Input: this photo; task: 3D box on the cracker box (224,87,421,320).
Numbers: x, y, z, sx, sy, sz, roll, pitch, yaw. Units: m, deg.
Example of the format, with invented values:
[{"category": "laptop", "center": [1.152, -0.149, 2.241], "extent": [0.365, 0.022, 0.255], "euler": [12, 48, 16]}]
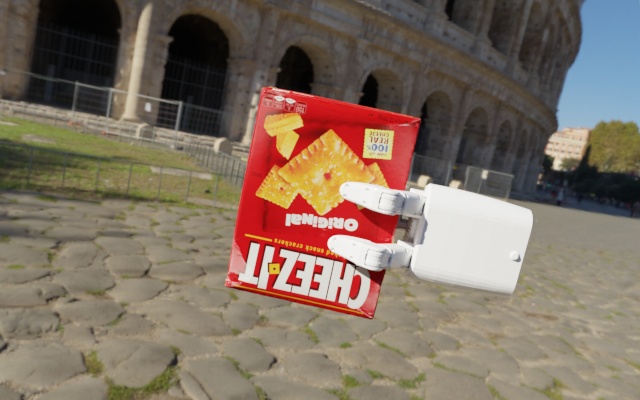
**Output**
[{"category": "cracker box", "center": [0.000, 0.001, 0.509], "extent": [0.164, 0.214, 0.072], "euler": [12, 8, 2]}]
